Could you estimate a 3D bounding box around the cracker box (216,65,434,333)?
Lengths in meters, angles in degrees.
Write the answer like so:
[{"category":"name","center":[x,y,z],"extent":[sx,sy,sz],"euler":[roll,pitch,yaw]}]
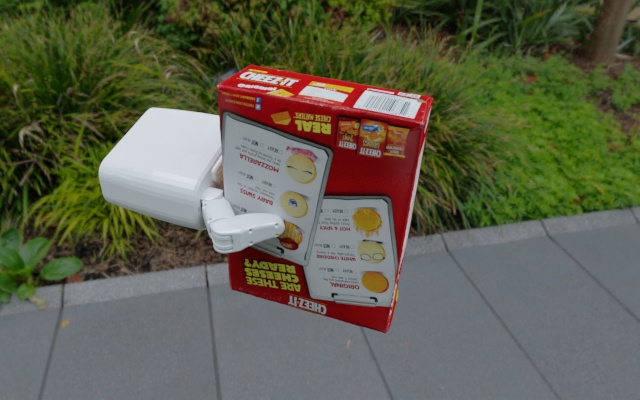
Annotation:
[{"category":"cracker box","center":[0.000,0.001,0.428],"extent":[0.164,0.214,0.072],"euler":[13,35,15]}]
